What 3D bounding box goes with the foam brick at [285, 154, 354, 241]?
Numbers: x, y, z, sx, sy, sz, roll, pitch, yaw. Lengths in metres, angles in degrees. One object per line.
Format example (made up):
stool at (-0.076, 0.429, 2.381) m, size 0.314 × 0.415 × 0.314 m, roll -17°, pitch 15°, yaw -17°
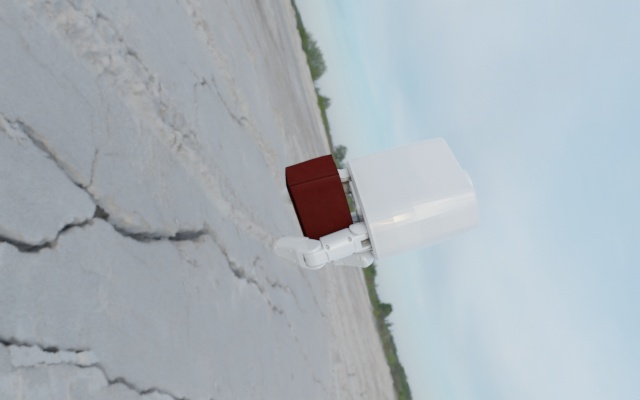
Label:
foam brick at (0.000, 0.001, 0.480) m, size 0.051 × 0.078 × 0.053 m, roll -17°, pitch 28°, yaw 2°
